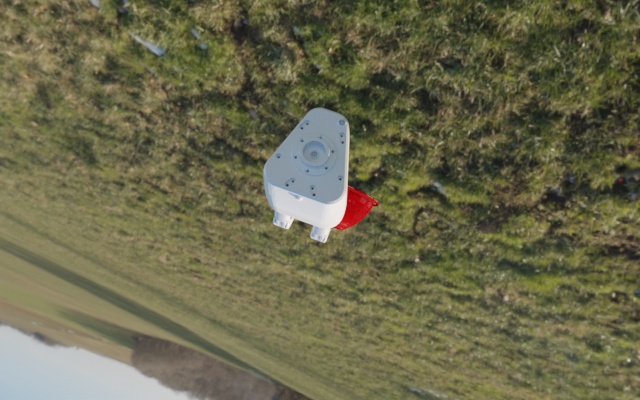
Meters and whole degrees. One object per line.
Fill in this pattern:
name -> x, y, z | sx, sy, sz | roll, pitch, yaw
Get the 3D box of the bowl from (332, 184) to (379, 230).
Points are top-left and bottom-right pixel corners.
bowl -> 0.000, 0.003, 0.695 | 0.162, 0.055, 0.162 | 20, -5, 2
